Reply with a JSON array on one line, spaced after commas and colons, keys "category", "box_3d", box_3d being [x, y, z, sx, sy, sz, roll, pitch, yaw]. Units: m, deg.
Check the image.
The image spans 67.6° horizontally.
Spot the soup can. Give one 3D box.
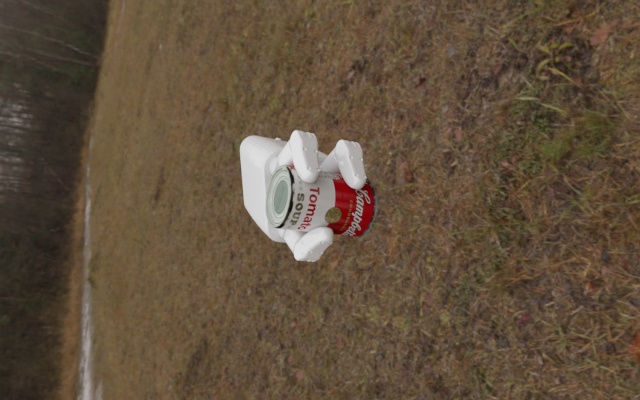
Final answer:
[{"category": "soup can", "box_3d": [0.000, 0.002, 0.513, 0.102, 0.068, 0.068, 8, -4, -28]}]
